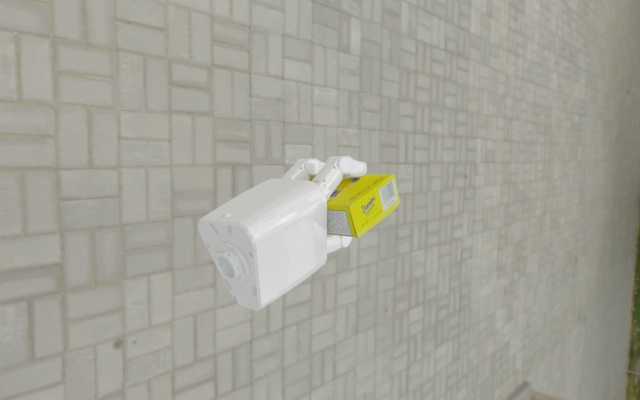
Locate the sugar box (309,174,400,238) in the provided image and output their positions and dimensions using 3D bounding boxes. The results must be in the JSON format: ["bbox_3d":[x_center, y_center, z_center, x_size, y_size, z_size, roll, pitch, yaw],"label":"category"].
[{"bbox_3d":[0.000,0.002,0.595,0.176,0.048,0.093,5,27,42],"label":"sugar box"}]
